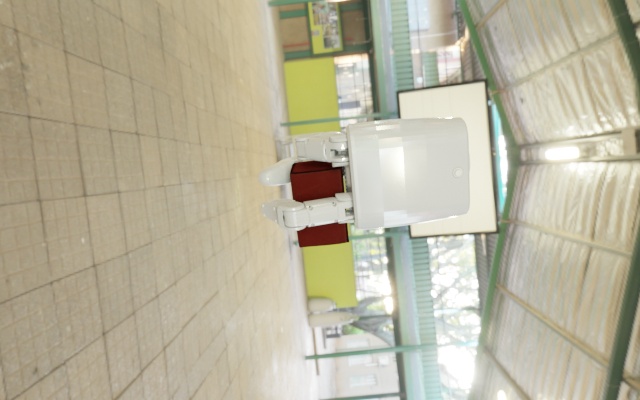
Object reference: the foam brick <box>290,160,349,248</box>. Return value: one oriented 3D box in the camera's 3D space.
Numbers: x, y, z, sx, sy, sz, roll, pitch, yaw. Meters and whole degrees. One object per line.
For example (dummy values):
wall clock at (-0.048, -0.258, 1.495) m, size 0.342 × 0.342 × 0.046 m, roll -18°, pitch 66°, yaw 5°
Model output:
foam brick at (0.000, 0.002, 0.480) m, size 0.051 × 0.078 × 0.053 m, roll -6°, pitch 16°, yaw 2°
